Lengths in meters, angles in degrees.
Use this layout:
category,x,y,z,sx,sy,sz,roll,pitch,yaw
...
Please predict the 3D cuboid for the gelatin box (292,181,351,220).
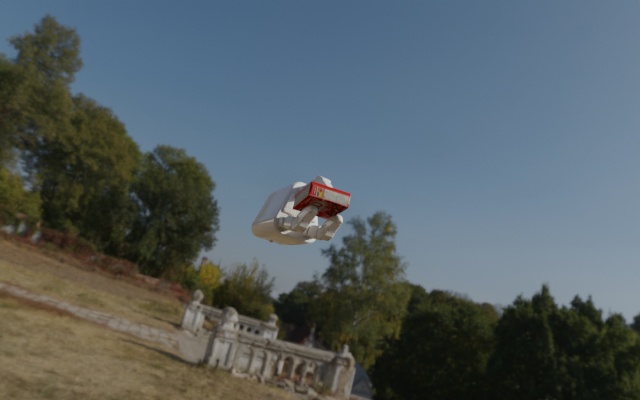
category,x,y,z,sx,sy,sz,roll,pitch,yaw
gelatin box,0.000,0.002,0.824,0.073,0.030,0.089,18,-22,-17
